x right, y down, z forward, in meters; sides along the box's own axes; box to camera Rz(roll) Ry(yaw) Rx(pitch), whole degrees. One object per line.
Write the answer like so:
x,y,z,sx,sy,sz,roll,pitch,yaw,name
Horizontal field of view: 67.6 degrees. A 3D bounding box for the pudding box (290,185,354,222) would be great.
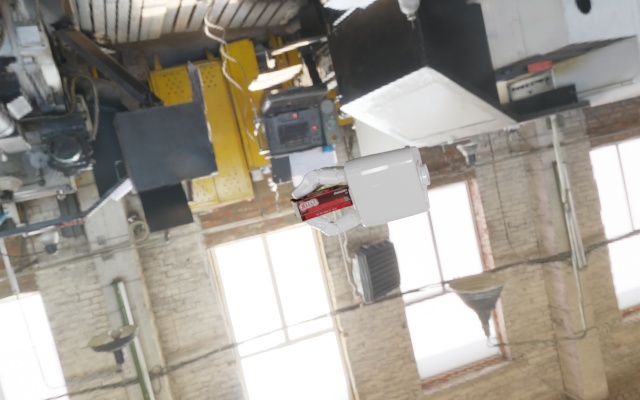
0.000,0.003,0.797,0.090,0.039,0.113,-17,2,-8,pudding box
